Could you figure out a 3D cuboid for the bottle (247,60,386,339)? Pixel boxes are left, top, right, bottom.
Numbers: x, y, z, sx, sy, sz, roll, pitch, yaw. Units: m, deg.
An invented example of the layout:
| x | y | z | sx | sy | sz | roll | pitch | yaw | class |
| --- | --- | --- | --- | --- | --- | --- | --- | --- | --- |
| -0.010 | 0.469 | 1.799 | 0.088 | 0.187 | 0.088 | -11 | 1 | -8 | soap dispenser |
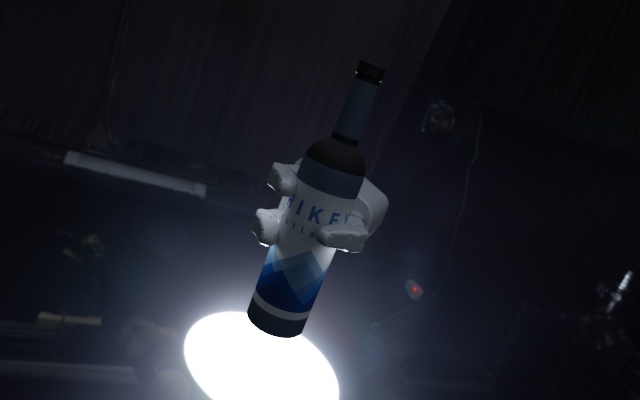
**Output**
| x | y | z | sx | sy | sz | roll | pitch | yaw | class |
| --- | --- | --- | --- | --- | --- | --- | --- | --- | --- |
| 0.000 | 0.002 | 0.497 | 0.069 | 0.296 | 0.069 | 20 | 15 | -5 | bottle |
